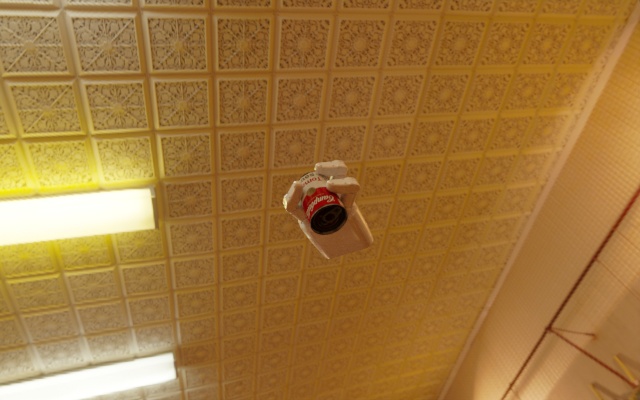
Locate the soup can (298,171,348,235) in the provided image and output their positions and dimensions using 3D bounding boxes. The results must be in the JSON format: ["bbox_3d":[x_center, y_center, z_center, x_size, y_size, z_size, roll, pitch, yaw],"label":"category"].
[{"bbox_3d":[0.000,0.002,0.850,0.068,0.068,0.102,0,38,-22],"label":"soup can"}]
